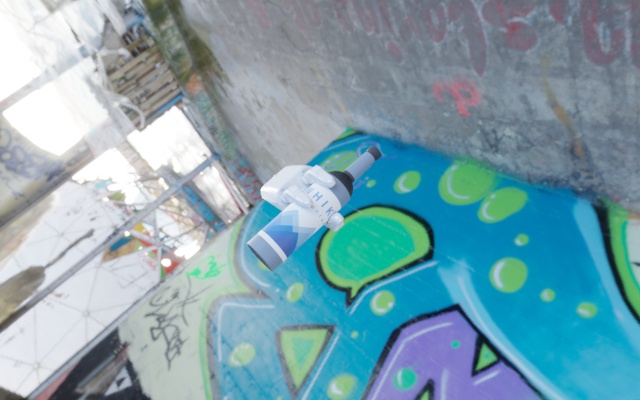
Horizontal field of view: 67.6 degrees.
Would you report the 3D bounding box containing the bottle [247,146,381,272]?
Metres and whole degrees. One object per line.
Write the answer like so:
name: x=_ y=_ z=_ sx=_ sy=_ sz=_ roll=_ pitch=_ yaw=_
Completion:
bottle: x=0.000 y=0.003 z=0.860 sx=0.295 sy=0.069 sz=0.069 roll=-42 pitch=13 yaw=-15
